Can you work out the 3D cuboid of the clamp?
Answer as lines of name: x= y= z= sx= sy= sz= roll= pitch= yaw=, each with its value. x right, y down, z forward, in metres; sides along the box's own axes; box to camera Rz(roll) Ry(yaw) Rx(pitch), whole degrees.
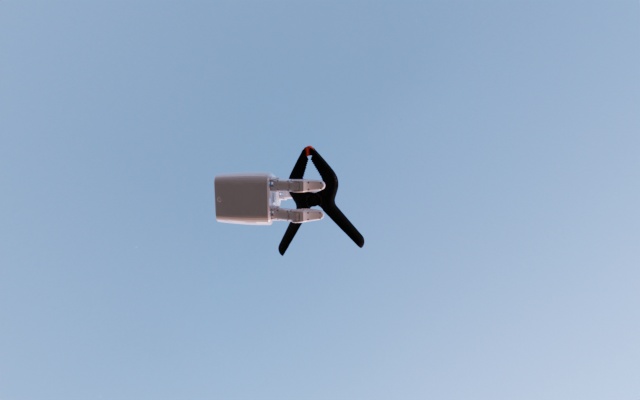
clamp: x=0.000 y=0.002 z=0.895 sx=0.164 sy=0.210 sz=0.036 roll=0 pitch=10 yaw=4
